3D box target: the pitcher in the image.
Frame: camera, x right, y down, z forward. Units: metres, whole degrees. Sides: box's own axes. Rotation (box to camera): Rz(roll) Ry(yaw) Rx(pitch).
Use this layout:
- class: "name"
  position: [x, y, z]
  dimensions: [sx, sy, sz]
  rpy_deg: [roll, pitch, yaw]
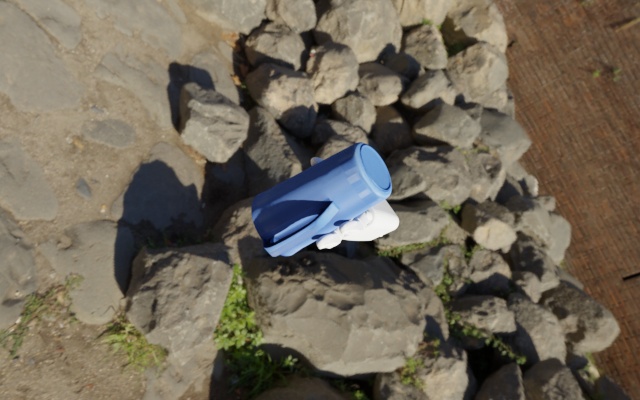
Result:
- class: "pitcher"
  position: [0.000, 0.003, 0.856]
  dimensions: [0.243, 0.149, 0.145]
  rpy_deg: [-29, -24, 29]
